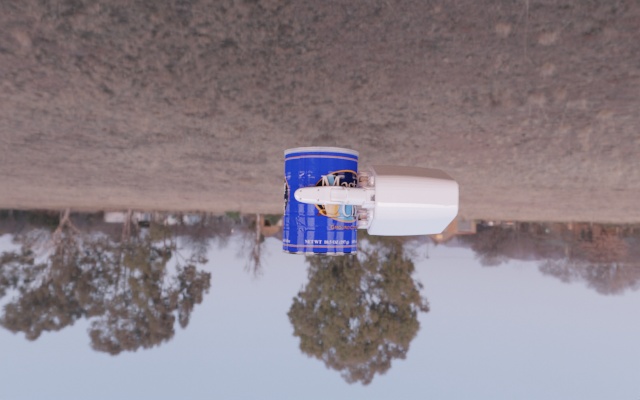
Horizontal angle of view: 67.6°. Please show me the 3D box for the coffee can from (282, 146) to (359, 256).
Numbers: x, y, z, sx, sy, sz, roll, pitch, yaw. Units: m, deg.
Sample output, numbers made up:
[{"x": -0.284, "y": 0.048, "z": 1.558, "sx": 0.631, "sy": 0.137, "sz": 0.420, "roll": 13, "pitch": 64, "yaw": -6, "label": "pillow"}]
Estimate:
[{"x": 0.000, "y": 0.002, "z": 0.658, "sx": 0.103, "sy": 0.140, "sz": 0.103, "roll": 1, "pitch": -2, "yaw": 0, "label": "coffee can"}]
